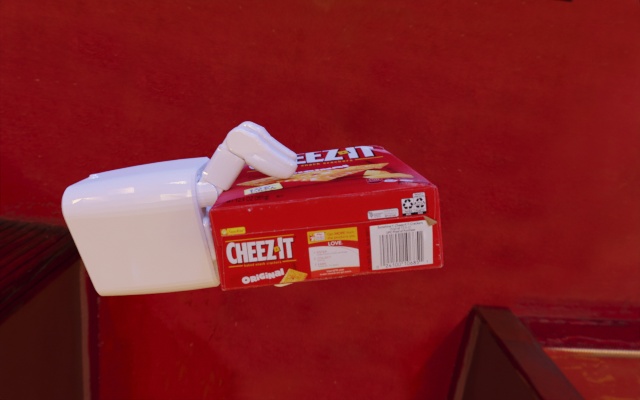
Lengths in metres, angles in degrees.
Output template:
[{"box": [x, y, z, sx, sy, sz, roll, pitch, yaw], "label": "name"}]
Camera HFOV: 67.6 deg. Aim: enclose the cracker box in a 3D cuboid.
[{"box": [0.000, 0.002, 0.436, 0.164, 0.072, 0.213, -6, 14, -2], "label": "cracker box"}]
